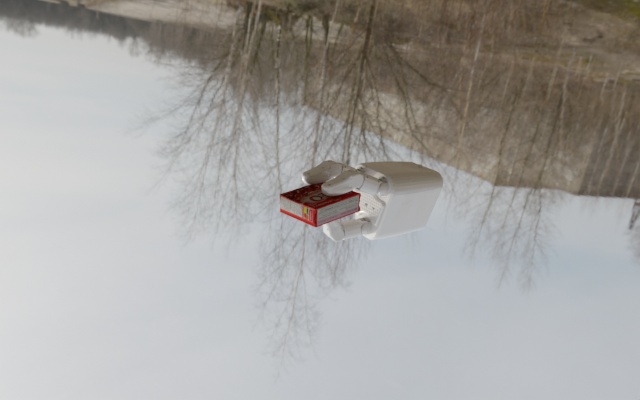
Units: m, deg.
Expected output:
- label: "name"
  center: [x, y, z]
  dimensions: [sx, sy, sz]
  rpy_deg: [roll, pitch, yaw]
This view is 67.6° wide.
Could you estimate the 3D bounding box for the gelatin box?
- label: "gelatin box"
  center: [0.000, 0.003, 0.656]
  dimensions: [0.089, 0.030, 0.073]
  rpy_deg: [-19, 29, -40]
